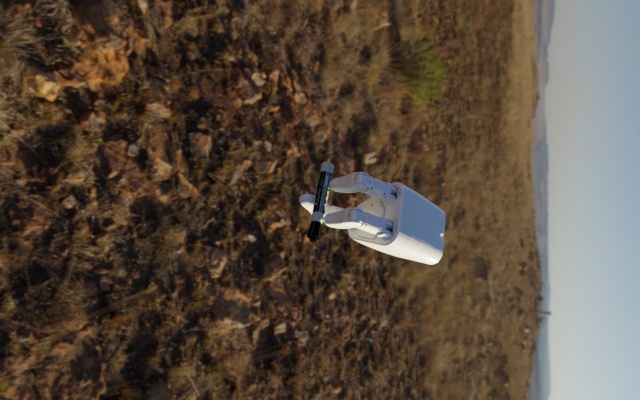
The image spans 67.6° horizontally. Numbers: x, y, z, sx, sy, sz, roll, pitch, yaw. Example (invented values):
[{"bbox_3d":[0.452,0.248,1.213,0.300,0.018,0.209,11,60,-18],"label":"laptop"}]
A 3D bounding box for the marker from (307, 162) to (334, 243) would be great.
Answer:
[{"bbox_3d":[0.000,0.002,0.682,0.020,0.121,0.020,10,-22,4],"label":"marker"}]
